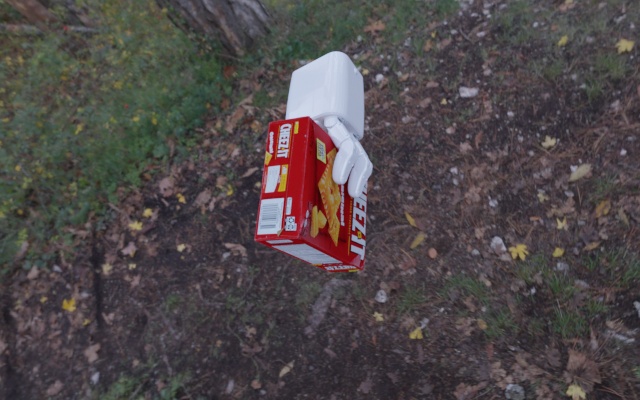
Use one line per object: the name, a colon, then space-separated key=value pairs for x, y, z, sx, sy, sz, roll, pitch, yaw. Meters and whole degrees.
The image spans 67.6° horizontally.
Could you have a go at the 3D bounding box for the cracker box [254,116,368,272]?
cracker box: x=0.000 y=0.002 z=0.681 sx=0.072 sy=0.164 sz=0.214 roll=-4 pitch=-20 yaw=27
